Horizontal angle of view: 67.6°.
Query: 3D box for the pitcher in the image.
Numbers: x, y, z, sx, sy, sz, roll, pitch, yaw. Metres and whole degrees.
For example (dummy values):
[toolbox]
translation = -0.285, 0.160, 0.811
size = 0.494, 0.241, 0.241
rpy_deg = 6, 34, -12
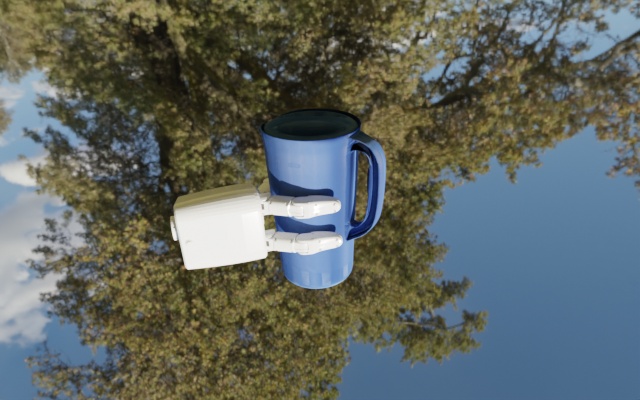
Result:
[pitcher]
translation = 0.000, 0.002, 0.672
size = 0.145, 0.243, 0.149
rpy_deg = -9, 28, -12
